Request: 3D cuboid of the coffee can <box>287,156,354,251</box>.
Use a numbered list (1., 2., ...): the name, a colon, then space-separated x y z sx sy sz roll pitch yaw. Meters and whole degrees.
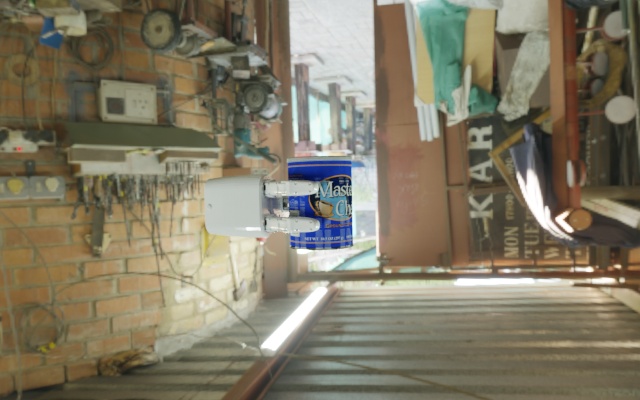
1. coffee can: 0.000 0.002 0.753 0.103 0.140 0.103 -1 2 0
